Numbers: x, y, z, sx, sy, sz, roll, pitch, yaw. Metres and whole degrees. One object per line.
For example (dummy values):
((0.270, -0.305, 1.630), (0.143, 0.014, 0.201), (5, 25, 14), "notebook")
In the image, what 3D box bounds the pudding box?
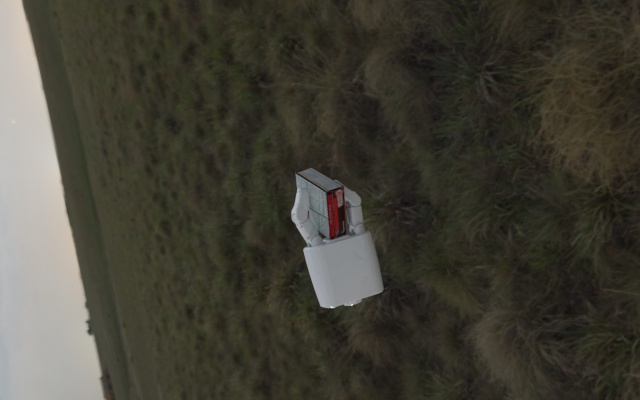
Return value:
((0.000, 0.003, 0.814), (0.039, 0.090, 0.113), (-18, 29, -27), "pudding box")
